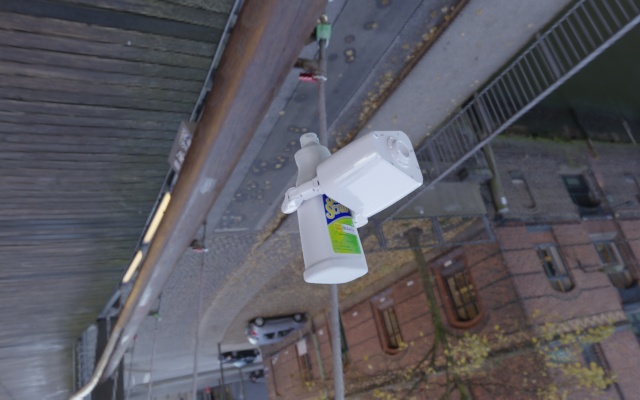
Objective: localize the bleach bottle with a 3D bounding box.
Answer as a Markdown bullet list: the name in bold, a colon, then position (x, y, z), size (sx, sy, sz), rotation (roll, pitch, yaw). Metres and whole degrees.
- **bleach bottle**: position (0.000, 0.003, 0.760), size (0.102, 0.250, 0.068), rotation (11, -34, -45)
